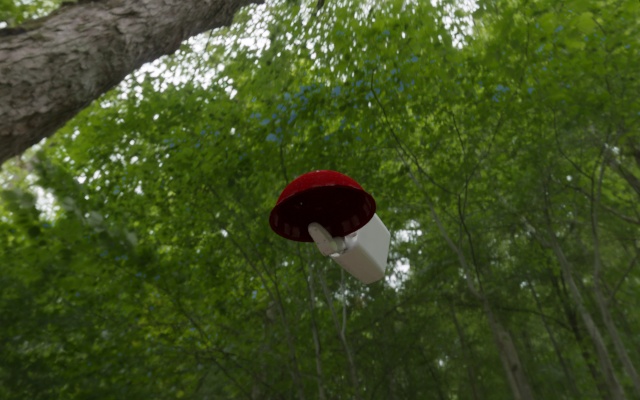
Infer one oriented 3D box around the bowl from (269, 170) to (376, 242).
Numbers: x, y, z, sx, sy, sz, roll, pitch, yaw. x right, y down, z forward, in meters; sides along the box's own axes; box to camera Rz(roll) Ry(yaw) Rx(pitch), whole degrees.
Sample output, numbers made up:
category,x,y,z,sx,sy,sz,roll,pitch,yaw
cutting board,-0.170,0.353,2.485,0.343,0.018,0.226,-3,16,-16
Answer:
category,x,y,z,sx,sy,sz,roll,pitch,yaw
bowl,0.000,0.001,0.722,0.162,0.055,0.162,-7,-31,-4
